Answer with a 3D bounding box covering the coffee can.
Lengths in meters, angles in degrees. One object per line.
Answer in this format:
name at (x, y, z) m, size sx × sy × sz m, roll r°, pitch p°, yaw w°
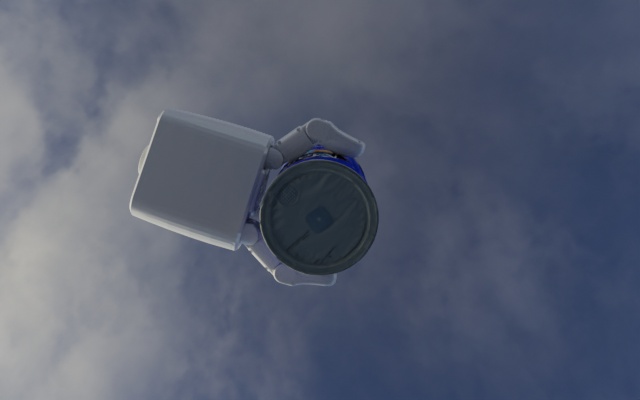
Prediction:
coffee can at (0.000, 0.002, 0.476) m, size 0.103 × 0.103 × 0.140 m, roll 0°, pitch 12°, yaw 1°
